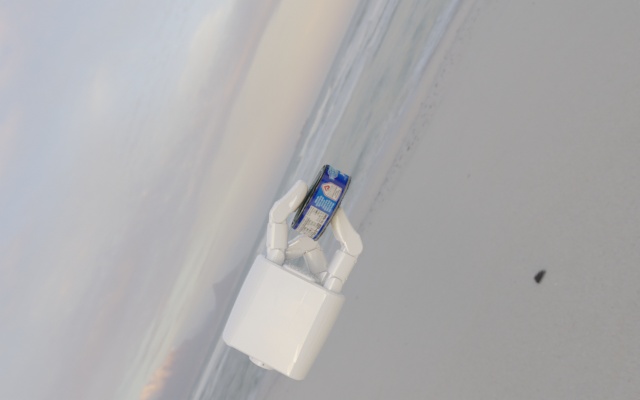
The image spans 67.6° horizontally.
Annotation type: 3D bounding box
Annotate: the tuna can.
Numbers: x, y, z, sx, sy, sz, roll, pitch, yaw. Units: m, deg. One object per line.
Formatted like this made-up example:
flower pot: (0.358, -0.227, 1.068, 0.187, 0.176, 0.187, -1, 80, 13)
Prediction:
tuna can: (0.000, 0.001, 0.550, 0.034, 0.086, 0.086, 29, -3, -5)
